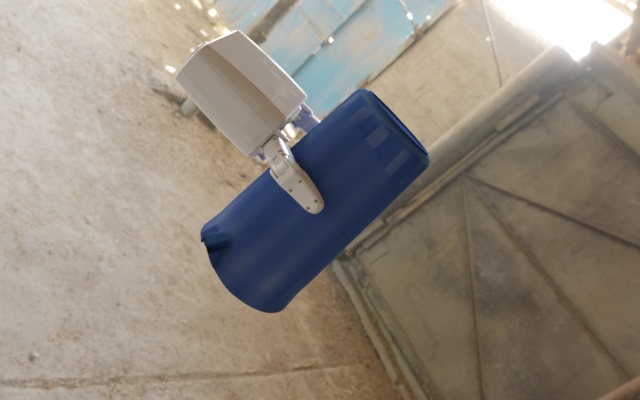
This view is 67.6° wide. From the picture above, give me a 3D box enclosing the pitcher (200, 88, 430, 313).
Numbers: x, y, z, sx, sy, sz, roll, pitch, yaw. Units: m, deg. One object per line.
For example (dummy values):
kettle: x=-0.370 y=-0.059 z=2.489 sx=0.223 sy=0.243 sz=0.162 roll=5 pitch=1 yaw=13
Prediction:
pitcher: x=0.000 y=0.002 z=0.526 sx=0.243 sy=0.145 sz=0.149 roll=-42 pitch=11 yaw=16
